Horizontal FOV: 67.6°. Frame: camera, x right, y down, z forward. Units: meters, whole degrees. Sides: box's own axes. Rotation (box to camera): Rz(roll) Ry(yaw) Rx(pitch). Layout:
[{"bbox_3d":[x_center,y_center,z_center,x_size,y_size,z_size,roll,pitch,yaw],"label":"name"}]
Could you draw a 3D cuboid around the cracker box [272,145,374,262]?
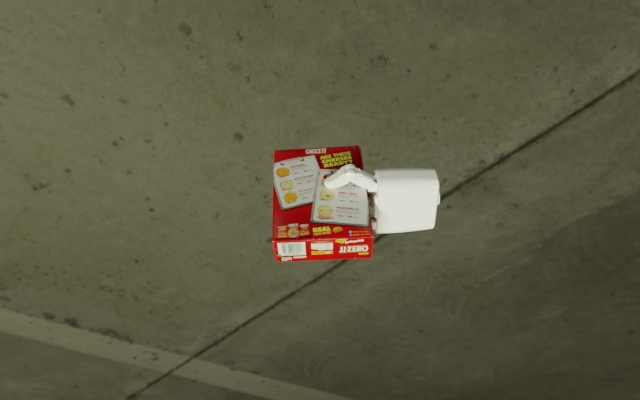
[{"bbox_3d":[0.000,0.003,0.842,0.164,0.213,0.072,-3,-41,-1],"label":"cracker box"}]
